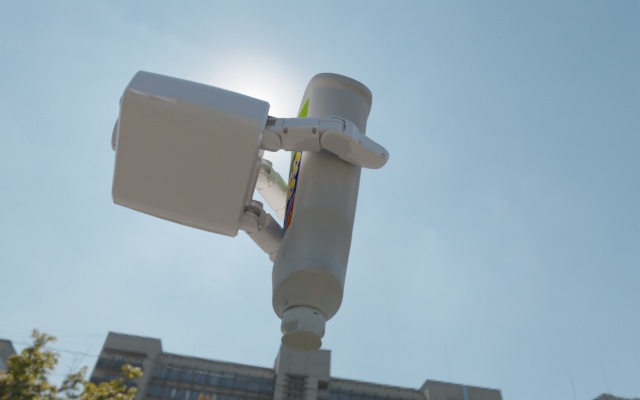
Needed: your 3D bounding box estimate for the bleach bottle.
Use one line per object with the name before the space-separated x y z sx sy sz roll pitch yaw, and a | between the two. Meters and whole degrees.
bleach bottle | 0.000 0.001 0.402 0.068 0.250 0.103 15 -46 -9
